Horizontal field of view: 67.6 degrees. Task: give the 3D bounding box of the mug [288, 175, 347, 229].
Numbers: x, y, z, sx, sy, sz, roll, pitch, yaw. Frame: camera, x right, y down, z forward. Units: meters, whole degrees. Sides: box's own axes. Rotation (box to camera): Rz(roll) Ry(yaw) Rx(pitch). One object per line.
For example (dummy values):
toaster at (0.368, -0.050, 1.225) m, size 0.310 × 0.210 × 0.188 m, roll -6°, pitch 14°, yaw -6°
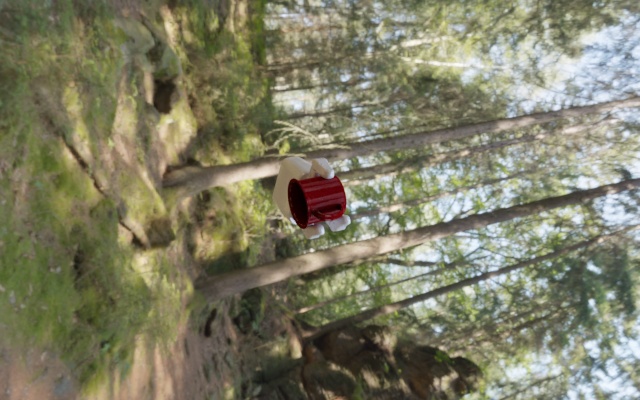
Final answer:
mug at (0.001, 0.003, 0.860) m, size 0.081 × 0.093 × 0.117 m, roll -13°, pitch 29°, yaw -23°
